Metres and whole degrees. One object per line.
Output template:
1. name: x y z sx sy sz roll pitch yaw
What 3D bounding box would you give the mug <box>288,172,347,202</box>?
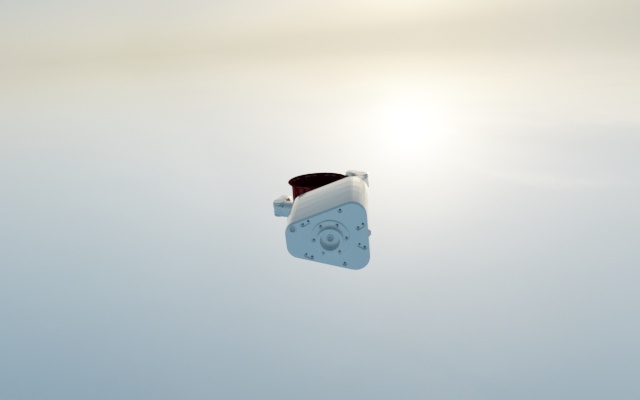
1. mug: 0.000 0.002 0.757 0.093 0.081 0.117 -2 17 7
